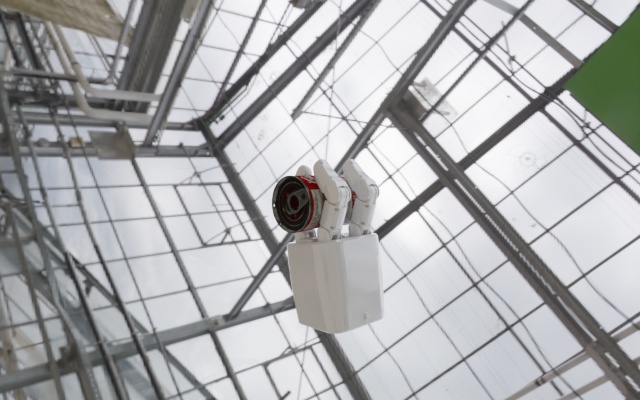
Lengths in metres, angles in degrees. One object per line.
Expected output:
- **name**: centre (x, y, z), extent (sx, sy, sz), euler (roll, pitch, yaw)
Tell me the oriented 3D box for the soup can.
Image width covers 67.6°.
- **soup can**: centre (0.000, 0.001, 0.594), extent (0.102, 0.068, 0.068), euler (-4, 3, -45)
